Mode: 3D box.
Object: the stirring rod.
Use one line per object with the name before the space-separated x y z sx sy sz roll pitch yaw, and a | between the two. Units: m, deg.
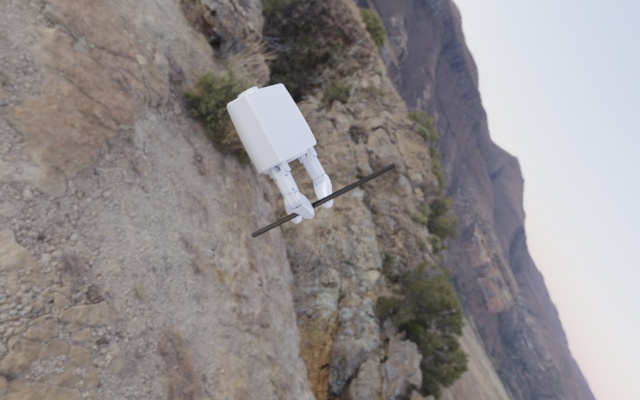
stirring rod | 0.000 0.002 0.703 0.239 0.011 0.011 -26 -8 15
